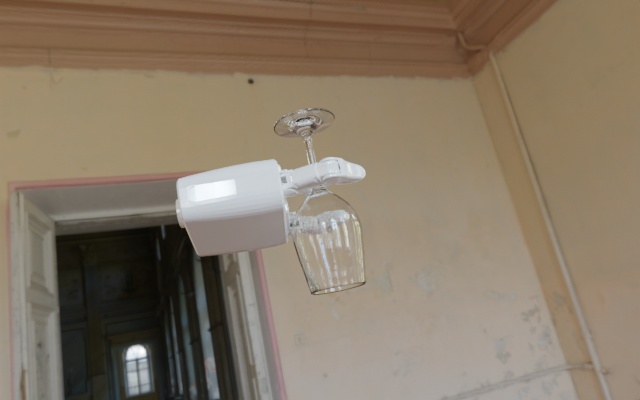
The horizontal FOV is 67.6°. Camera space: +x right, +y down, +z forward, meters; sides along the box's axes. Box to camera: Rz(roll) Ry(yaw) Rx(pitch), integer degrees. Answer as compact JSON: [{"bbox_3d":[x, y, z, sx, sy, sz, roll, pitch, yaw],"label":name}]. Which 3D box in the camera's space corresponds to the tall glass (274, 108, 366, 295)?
[{"bbox_3d":[0.000,0.001,0.542,0.079,0.201,0.079,-11,-16,-3],"label":"tall glass"}]
